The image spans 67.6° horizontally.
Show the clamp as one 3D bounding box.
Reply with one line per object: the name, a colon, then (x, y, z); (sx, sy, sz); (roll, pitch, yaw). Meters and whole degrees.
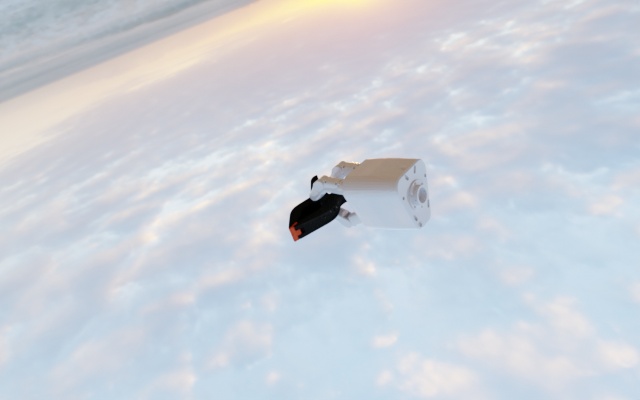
clamp: (0.000, 0.004, 0.875); (0.164, 0.036, 0.210); (2, 33, 44)
